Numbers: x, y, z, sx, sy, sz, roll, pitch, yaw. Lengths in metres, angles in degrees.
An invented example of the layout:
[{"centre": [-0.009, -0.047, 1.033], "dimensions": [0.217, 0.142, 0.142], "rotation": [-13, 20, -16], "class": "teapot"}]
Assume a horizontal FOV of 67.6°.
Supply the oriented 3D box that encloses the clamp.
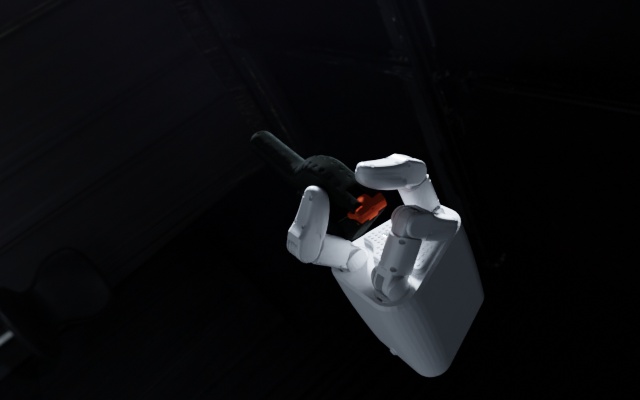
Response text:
[{"centre": [0.001, 0.001, 0.436], "dimensions": [0.039, 0.120, 0.171], "rotation": [-40, 34, -15], "class": "clamp"}]
